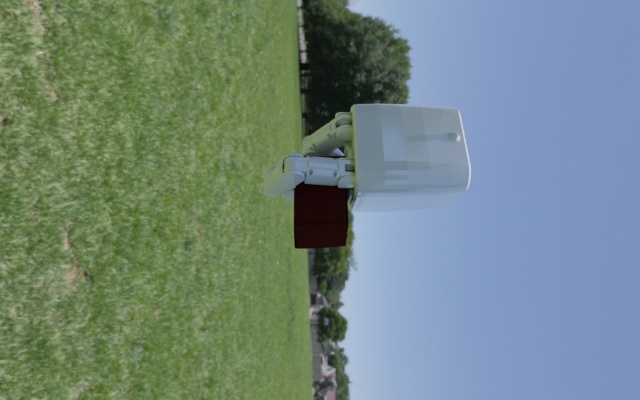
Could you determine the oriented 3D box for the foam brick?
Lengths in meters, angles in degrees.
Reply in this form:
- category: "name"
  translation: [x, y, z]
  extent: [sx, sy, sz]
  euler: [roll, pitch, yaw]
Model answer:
- category: "foam brick"
  translation: [0.000, 0.002, 0.467]
  extent: [0.051, 0.078, 0.053]
  euler: [0, -30, -1]
